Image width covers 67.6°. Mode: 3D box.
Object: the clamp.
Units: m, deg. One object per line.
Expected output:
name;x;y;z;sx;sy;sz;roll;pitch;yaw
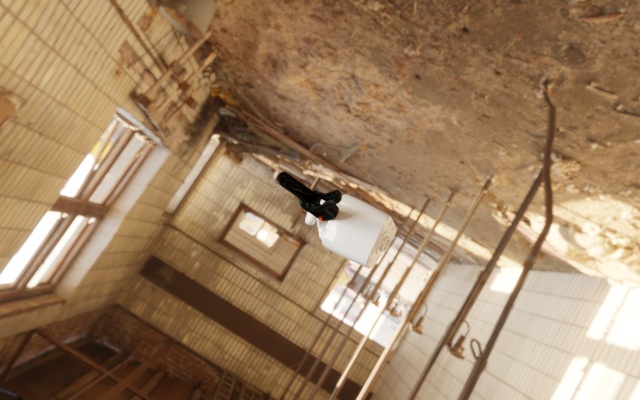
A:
clamp;0.000;0.003;0.874;0.120;0.039;0.171;23;-11;26
